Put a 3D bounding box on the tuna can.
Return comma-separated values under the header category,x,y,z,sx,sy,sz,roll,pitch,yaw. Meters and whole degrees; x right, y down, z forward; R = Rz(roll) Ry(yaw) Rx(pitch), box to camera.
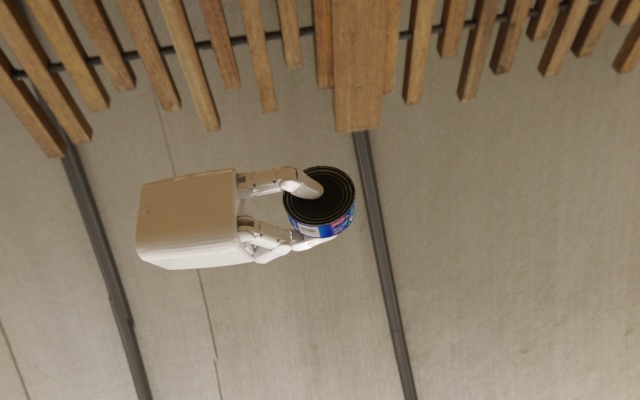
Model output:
category,x,y,z,sx,sy,sz,roll,pitch,yaw
tuna can,0.000,0.002,0.567,0.086,0.086,0.034,0,-35,10
